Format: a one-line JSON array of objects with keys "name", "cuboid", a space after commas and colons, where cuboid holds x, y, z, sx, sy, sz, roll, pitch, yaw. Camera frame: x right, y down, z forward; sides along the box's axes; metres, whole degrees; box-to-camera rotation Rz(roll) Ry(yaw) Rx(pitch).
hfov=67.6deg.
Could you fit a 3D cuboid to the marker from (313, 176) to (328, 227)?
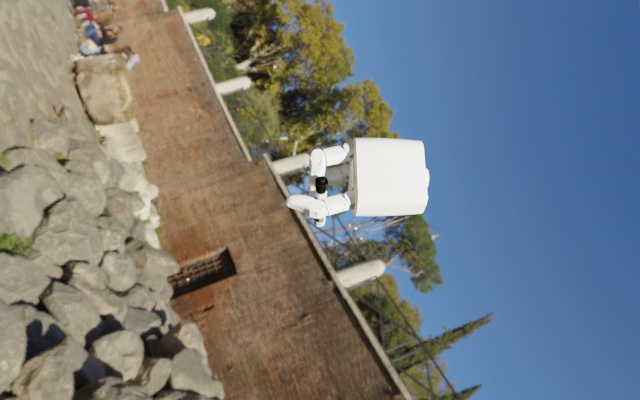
[{"name": "marker", "cuboid": [0.000, 0.002, 0.717, 0.020, 0.020, 0.121, 0, -33, -2]}]
